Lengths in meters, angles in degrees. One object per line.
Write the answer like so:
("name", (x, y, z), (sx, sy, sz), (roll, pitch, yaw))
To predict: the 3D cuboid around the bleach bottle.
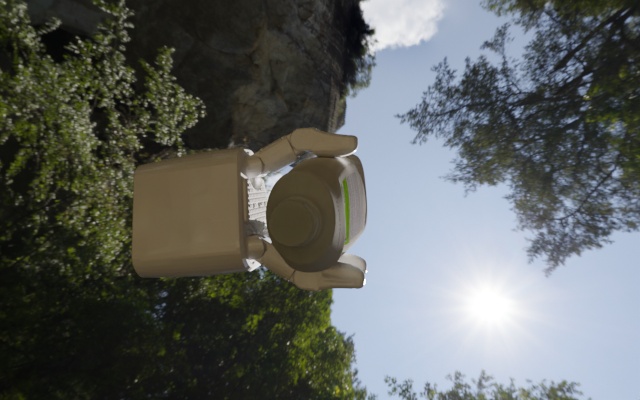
("bleach bottle", (0.000, 0.001, 0.422), (0.068, 0.102, 0.251), (-7, 1, 9))
